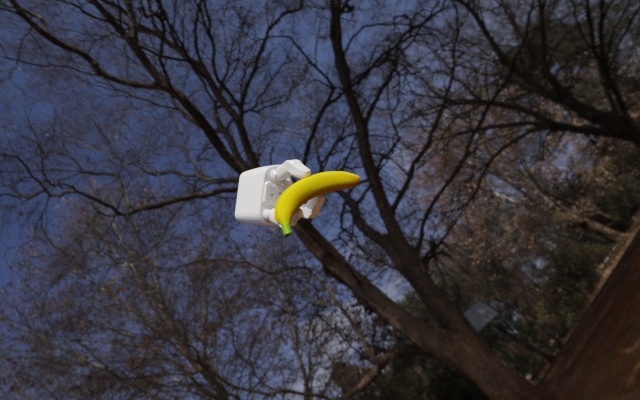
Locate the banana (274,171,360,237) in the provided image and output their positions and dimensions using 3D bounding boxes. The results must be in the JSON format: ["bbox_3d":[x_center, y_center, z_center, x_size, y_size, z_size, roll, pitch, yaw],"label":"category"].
[{"bbox_3d":[-0.015,-0.009,0.812,0.197,0.069,0.037,-37,-12,-36],"label":"banana"}]
